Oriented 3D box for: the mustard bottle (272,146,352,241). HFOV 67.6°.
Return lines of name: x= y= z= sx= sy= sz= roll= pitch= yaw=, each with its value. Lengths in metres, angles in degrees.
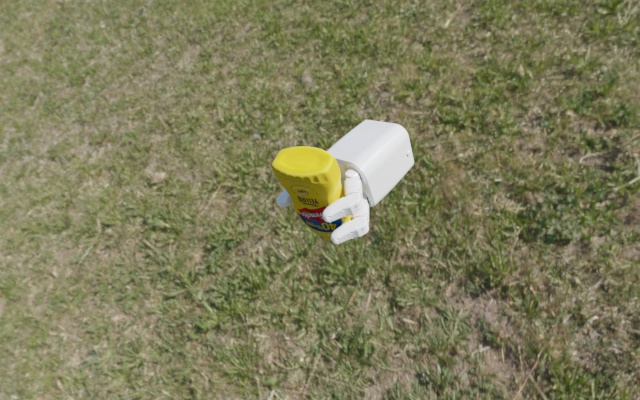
mustard bottle: x=0.000 y=0.002 z=0.736 sx=0.096 sy=0.058 sz=0.192 roll=7 pitch=-36 yaw=26
